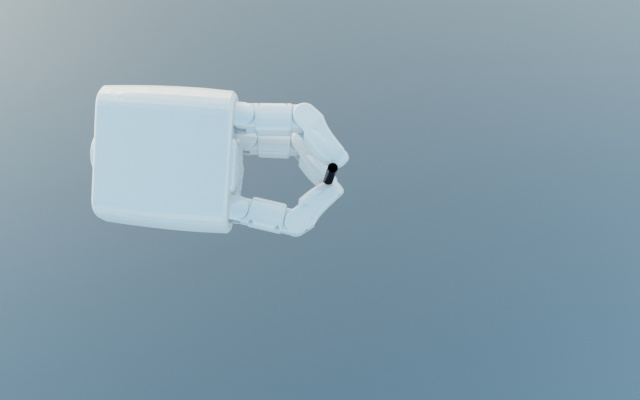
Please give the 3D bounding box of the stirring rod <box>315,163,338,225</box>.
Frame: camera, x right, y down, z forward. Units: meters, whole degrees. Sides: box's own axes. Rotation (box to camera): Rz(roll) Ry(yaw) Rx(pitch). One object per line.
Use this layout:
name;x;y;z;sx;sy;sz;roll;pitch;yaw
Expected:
stirring rod;0.000;0.002;0.482;0.011;0.011;0.239;0;-13;-5
